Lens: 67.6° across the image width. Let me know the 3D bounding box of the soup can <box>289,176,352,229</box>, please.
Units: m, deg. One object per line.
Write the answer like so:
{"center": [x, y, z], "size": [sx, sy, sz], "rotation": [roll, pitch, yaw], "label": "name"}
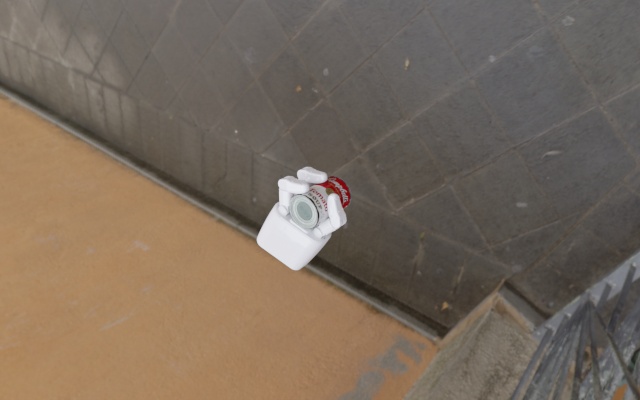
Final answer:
{"center": [0.000, 0.003, 0.868], "size": [0.068, 0.068, 0.102], "rotation": [0, 20, 40], "label": "soup can"}
